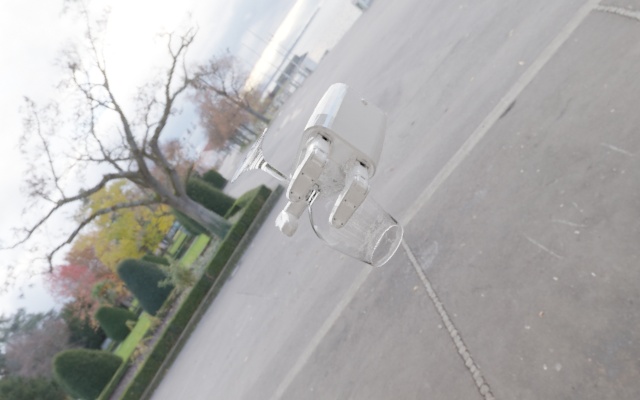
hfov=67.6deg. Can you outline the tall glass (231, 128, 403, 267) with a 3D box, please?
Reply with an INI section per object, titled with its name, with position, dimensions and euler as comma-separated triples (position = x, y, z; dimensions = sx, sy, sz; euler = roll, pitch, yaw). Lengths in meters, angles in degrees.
[tall glass]
position = -0.001, 0.002, 0.561
dimensions = 0.201, 0.079, 0.079
euler = 33, -8, -13
